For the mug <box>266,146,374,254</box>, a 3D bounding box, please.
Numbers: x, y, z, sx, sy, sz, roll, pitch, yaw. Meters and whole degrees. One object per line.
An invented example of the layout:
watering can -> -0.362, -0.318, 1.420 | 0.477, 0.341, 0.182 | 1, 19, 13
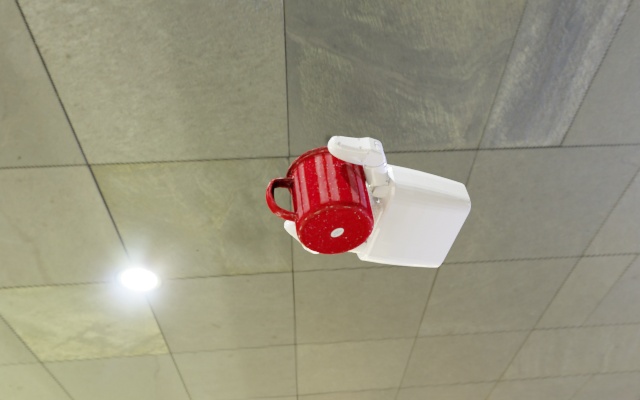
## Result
mug -> -0.001, 0.002, 0.509 | 0.117, 0.081, 0.093 | 8, -46, -17
